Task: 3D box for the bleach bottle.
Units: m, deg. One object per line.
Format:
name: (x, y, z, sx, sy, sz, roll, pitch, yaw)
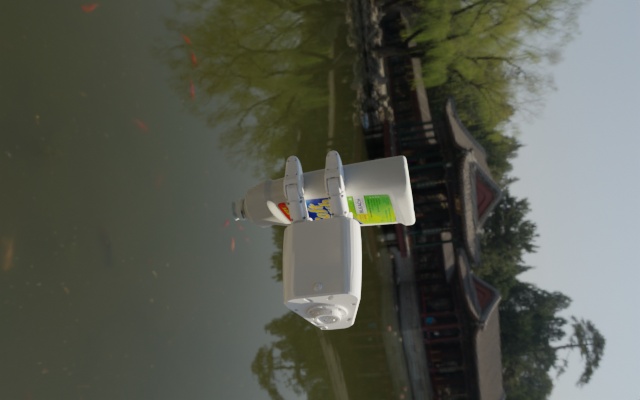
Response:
bleach bottle: (0.000, 0.002, 0.671, 0.251, 0.068, 0.103, -8, -39, 11)
